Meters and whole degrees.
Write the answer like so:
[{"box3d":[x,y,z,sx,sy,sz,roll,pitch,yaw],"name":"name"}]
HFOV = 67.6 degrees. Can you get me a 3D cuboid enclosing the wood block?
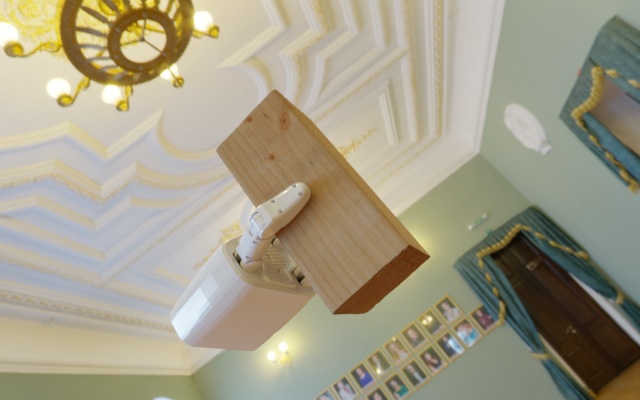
[{"box3d":[0.000,0.002,0.469,0.090,0.206,0.091,-44,-25,10],"name":"wood block"}]
